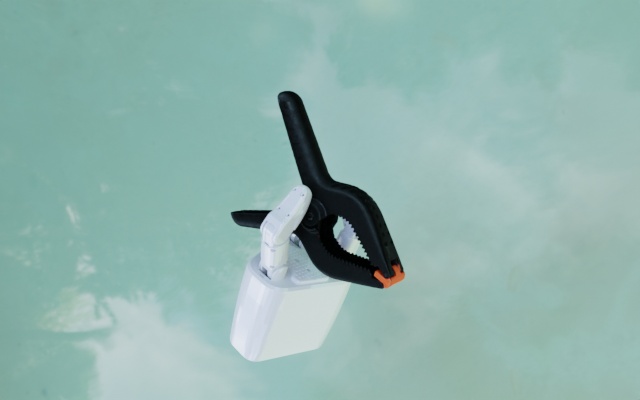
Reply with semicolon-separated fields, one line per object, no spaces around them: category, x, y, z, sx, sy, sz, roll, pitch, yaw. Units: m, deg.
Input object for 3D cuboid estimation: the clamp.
clamp;0.000;0.002;0.464;0.210;0.165;0.036;35;29;30
